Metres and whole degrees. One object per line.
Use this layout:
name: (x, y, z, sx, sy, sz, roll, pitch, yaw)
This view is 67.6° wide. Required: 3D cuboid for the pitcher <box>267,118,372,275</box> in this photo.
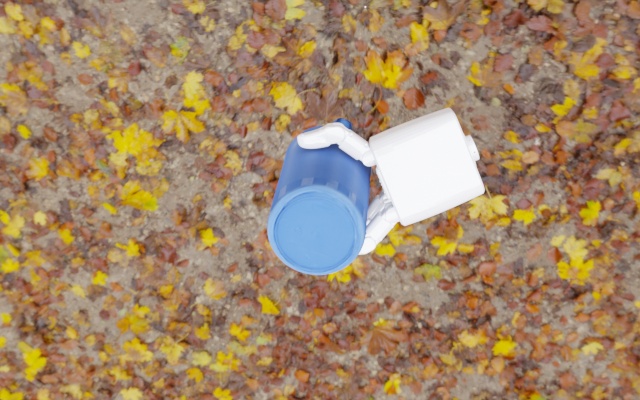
pitcher: (0.000, 0.002, 0.623, 0.145, 0.149, 0.242, -23, 18, 13)
